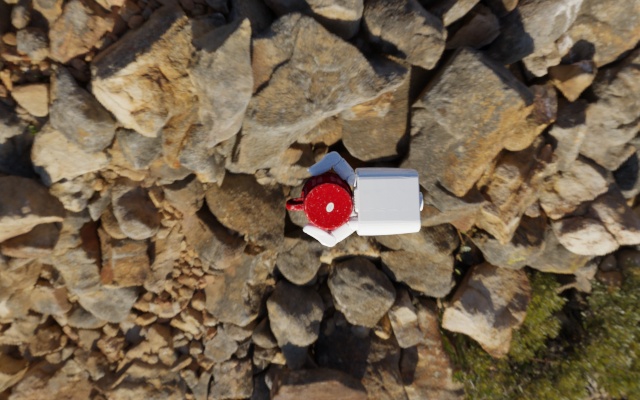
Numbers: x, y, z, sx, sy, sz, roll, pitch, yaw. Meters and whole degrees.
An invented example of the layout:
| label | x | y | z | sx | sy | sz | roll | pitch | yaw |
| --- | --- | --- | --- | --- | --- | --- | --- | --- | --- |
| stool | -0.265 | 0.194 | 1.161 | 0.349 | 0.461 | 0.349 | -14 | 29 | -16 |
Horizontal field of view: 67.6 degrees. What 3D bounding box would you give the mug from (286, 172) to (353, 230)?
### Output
| label | x | y | z | sx | sy | sz | roll | pitch | yaw |
| --- | --- | --- | --- | --- | --- | --- | --- | --- | --- |
| mug | -0.001 | 0.003 | 0.805 | 0.117 | 0.093 | 0.081 | -2 | 10 | -1 |
